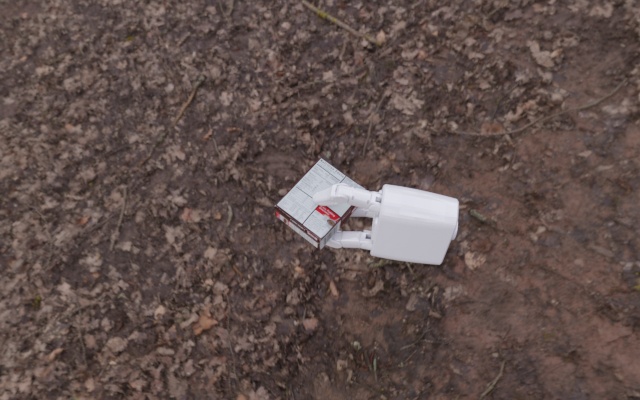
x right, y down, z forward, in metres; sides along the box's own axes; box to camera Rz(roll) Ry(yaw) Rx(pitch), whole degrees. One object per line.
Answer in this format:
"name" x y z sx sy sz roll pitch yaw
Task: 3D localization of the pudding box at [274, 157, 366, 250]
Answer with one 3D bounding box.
"pudding box" 0.000 0.002 0.713 0.090 0.113 0.039 36 -24 15
